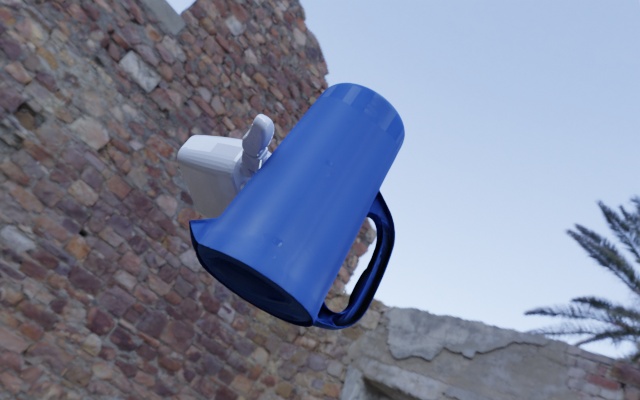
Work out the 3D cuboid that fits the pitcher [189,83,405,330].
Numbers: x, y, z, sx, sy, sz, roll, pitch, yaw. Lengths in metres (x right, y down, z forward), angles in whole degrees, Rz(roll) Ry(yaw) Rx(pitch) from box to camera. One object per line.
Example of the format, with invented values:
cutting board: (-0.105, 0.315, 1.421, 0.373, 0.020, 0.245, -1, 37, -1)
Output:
pitcher: (0.000, 0.002, 0.494, 0.145, 0.242, 0.149, 12, -32, 37)
